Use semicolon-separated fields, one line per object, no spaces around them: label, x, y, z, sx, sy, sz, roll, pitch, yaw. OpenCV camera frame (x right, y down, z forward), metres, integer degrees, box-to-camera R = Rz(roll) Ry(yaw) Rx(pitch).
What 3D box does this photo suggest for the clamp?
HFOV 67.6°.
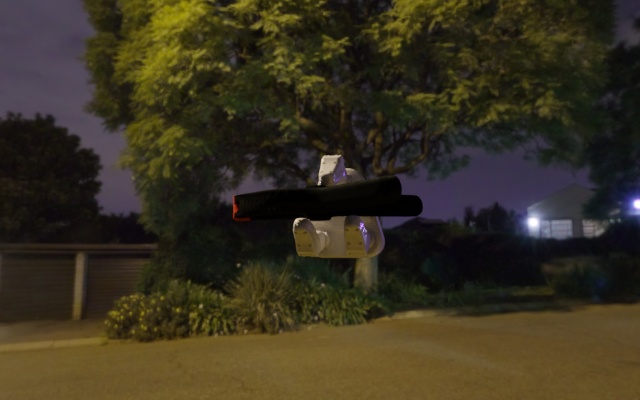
clamp;0.000;0.001;0.500;0.210;0.036;0.164;-2;-8;12
